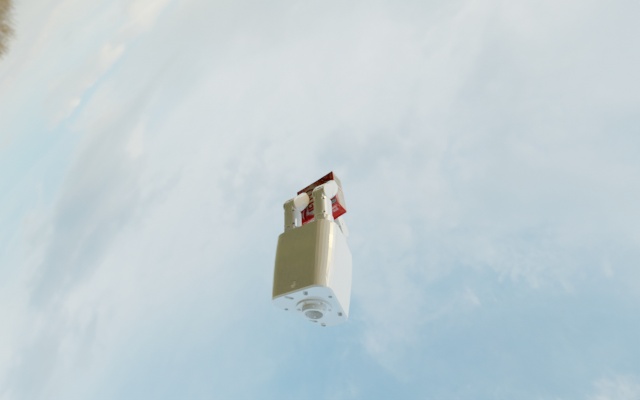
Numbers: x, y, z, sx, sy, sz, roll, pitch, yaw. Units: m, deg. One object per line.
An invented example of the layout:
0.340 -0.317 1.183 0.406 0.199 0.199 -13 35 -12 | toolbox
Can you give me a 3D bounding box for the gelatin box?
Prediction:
0.000 0.003 0.763 0.073 0.030 0.089 -31 34 17 | gelatin box
